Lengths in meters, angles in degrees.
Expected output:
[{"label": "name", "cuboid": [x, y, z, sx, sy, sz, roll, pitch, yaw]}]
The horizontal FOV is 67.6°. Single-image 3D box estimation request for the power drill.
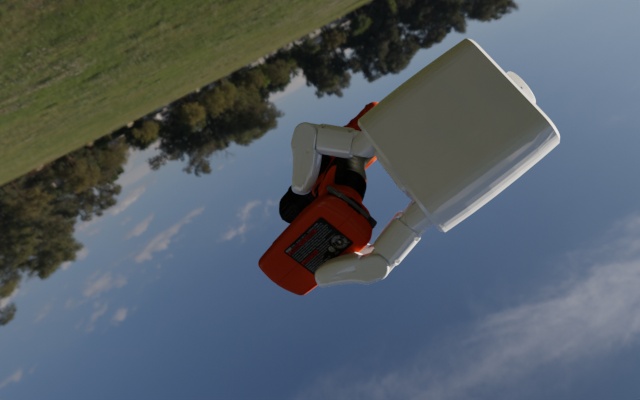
[{"label": "power drill", "cuboid": [0.000, 0.002, 0.470, 0.057, 0.184, 0.187, 36, 33, -13]}]
